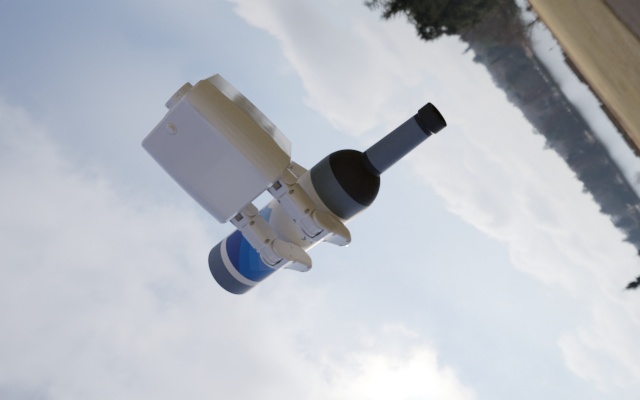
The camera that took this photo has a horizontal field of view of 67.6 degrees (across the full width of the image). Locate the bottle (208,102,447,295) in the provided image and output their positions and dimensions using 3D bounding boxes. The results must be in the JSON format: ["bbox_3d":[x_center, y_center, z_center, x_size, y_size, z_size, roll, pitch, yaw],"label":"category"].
[{"bbox_3d":[0.000,0.002,0.492,0.296,0.069,0.069,-37,-19,27],"label":"bottle"}]
